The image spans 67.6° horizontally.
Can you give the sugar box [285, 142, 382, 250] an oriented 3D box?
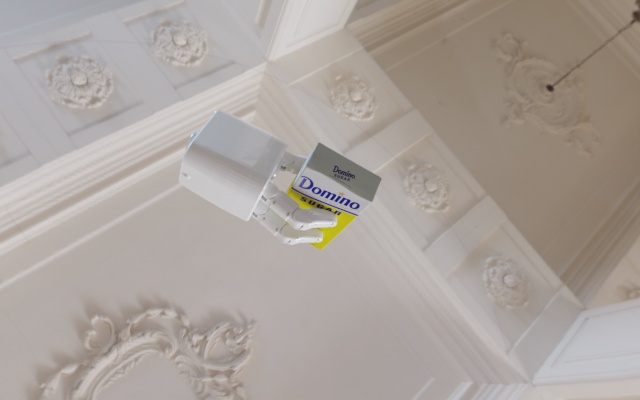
[{"bbox_3d":[0.000,0.002,0.638,0.093,0.048,0.176,29,-29,-6],"label":"sugar box"}]
